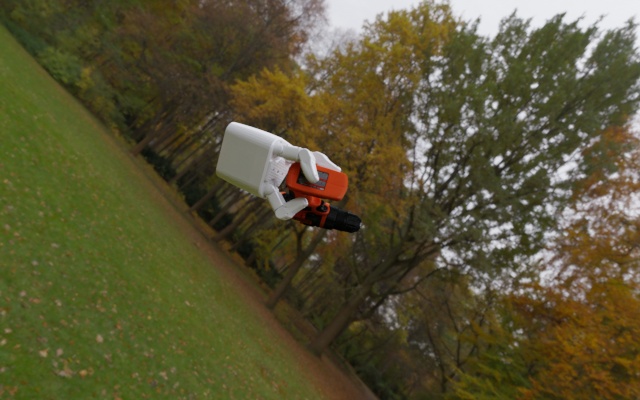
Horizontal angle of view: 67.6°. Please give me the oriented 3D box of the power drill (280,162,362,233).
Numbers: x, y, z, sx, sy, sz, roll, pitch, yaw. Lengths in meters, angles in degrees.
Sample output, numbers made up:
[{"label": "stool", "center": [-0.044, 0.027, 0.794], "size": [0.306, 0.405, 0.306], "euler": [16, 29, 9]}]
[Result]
[{"label": "power drill", "center": [0.000, 0.003, 0.898], "size": [0.184, 0.057, 0.188], "euler": [14, -24, 0]}]
